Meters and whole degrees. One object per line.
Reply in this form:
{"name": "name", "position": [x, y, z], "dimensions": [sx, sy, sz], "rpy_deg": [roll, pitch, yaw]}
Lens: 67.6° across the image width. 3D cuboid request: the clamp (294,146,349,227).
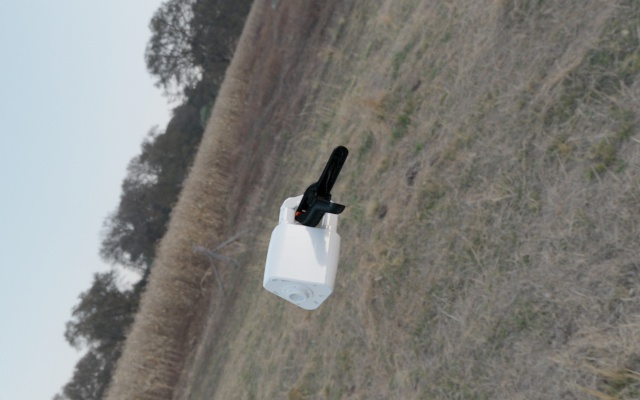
{"name": "clamp", "position": [0.000, 0.002, 0.786], "dimensions": [0.039, 0.120, 0.171], "rpy_deg": [20, -42, -14]}
